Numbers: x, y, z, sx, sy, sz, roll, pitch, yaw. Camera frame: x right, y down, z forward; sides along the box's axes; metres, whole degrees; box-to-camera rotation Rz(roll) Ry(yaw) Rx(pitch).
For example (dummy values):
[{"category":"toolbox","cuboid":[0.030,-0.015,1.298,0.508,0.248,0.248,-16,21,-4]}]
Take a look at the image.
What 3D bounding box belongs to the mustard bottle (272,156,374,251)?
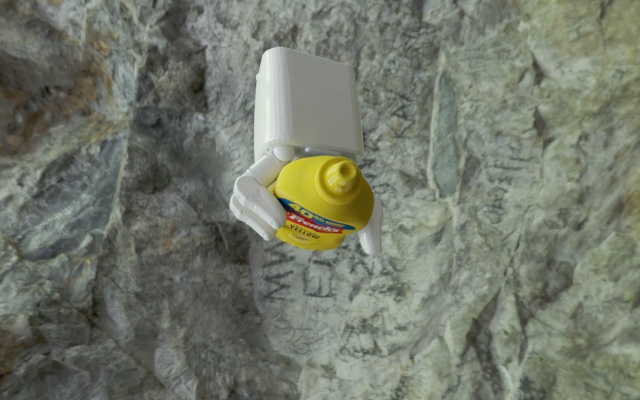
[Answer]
[{"category":"mustard bottle","cuboid":[0.000,0.002,0.469,0.096,0.058,0.192,24,-20,-6]}]
